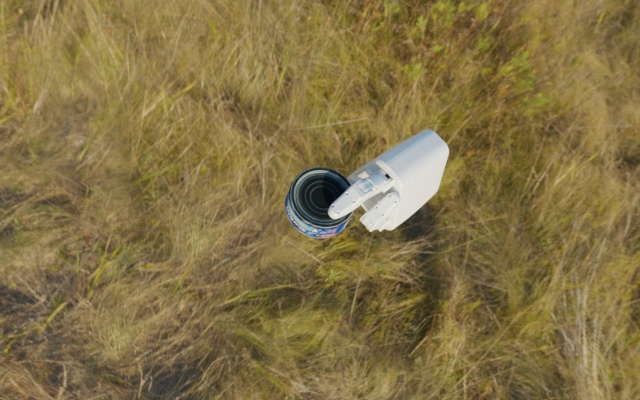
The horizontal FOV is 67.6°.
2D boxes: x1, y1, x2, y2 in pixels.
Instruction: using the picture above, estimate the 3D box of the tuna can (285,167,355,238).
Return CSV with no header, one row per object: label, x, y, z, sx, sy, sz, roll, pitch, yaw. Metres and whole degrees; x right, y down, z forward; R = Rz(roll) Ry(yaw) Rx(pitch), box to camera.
tuna can,0.000,0.002,0.596,0.086,0.086,0.034,0,-24,-14
